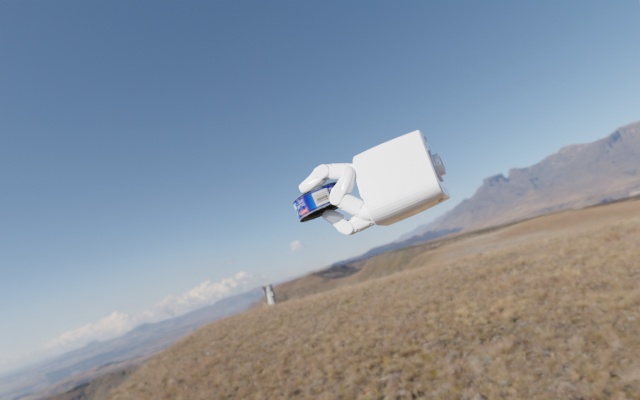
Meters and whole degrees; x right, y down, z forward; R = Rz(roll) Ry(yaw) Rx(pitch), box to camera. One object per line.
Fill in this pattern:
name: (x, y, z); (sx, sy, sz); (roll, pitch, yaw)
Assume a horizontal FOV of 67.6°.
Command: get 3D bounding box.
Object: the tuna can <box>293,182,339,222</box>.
tuna can: (0.000, 0.002, 0.763); (0.086, 0.033, 0.086); (-23, -9, -4)
